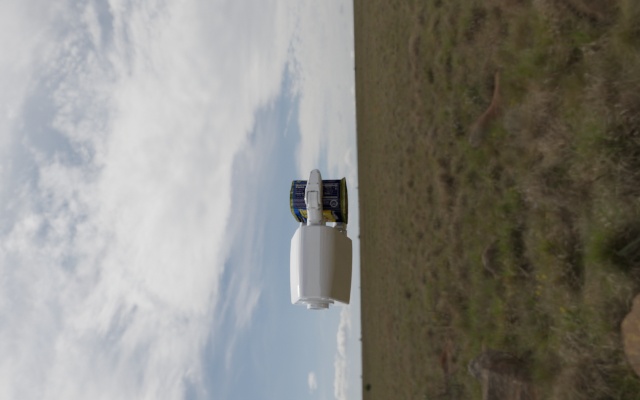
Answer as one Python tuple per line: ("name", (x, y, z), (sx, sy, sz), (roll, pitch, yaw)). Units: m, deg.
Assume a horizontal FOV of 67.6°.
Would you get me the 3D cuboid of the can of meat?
("can of meat", (0.000, 0.002, 0.754), (0.084, 0.057, 0.102), (-1, -17, 6))
